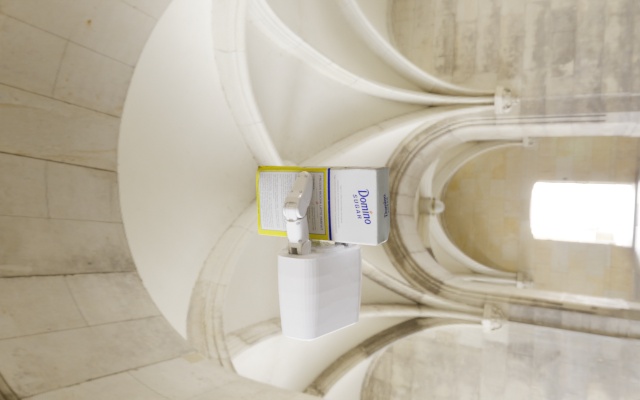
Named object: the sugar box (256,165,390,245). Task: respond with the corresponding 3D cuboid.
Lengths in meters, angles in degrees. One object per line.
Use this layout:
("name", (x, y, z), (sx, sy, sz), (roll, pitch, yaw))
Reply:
("sugar box", (0.000, 0.002, 0.608), (0.176, 0.093, 0.048), (3, 8, 28))
